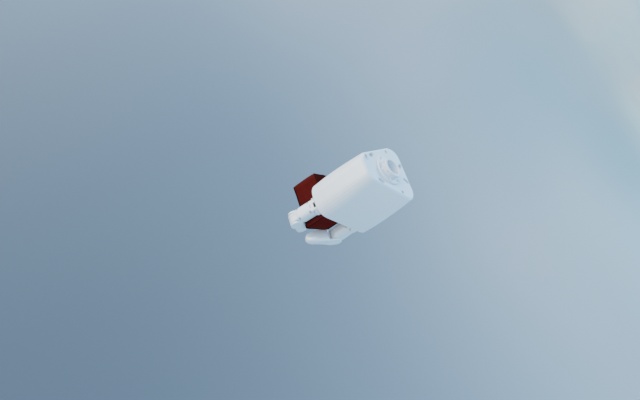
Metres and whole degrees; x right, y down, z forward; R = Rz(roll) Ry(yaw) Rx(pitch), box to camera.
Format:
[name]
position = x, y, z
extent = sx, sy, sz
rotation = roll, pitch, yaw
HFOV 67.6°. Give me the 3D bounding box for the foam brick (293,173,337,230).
[foam brick]
position = 0.000, 0.002, 0.777
extent = 0.053, 0.078, 0.051
rotation = 7, -34, -47
